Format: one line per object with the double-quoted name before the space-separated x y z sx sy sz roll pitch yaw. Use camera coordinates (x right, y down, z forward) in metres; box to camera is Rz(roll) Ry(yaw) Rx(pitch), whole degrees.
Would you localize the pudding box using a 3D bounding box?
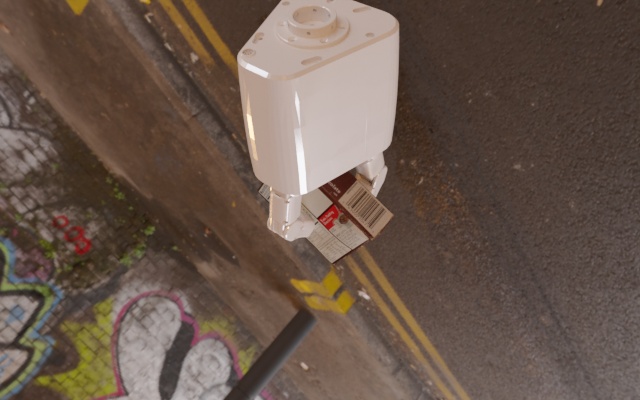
"pudding box" 0.000 0.002 0.453 0.039 0.113 0.090 -44 0 -31
